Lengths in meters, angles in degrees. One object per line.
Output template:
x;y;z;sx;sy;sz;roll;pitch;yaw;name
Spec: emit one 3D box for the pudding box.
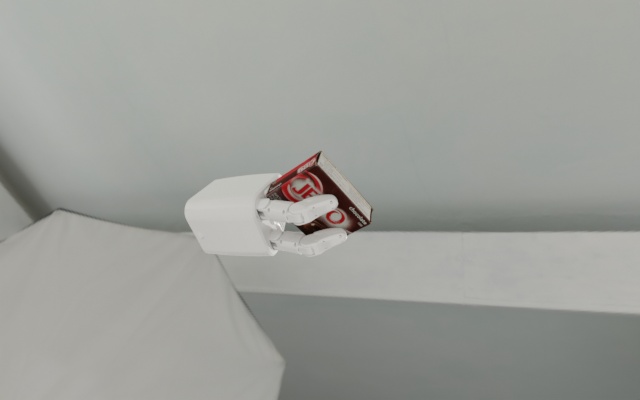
0.000;0.002;0.623;0.090;0.113;0.039;-30;27;32;pudding box
